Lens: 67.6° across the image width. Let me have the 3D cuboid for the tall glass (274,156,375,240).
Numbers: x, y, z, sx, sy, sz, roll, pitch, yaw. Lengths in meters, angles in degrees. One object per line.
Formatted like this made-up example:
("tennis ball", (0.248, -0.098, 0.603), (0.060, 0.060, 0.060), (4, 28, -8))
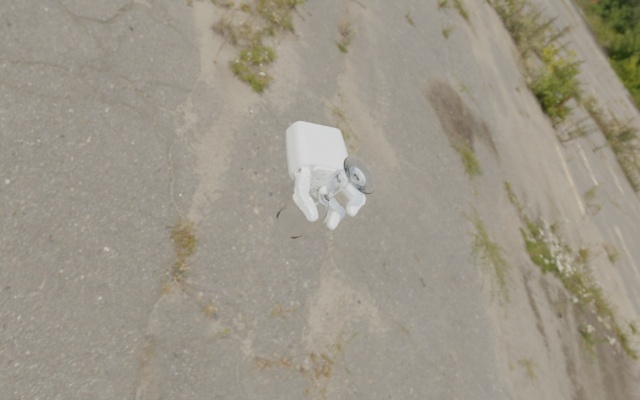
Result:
("tall glass", (0.001, 0.003, 0.864), (0.201, 0.079, 0.079), (-35, -22, 36))
